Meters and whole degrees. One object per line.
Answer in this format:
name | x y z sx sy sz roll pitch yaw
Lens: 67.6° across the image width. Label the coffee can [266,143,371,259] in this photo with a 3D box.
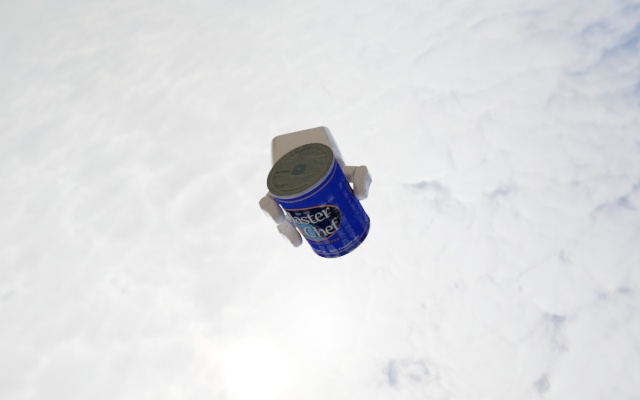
coffee can | 0.000 0.002 0.693 0.103 0.102 0.140 0 -42 35
